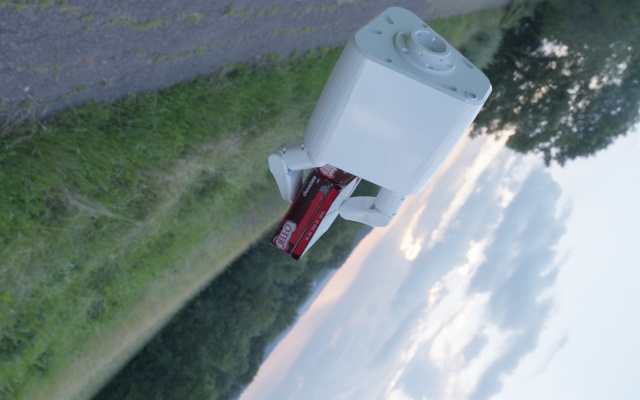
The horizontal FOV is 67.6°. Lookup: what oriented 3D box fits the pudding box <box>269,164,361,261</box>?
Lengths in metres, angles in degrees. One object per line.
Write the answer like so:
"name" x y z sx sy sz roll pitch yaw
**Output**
"pudding box" 0.000 0.002 0.491 0.039 0.090 0.113 35 20 7
